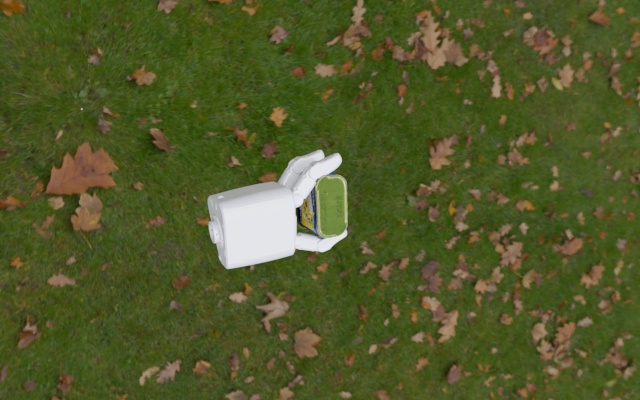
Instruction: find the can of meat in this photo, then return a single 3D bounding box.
[{"bbox_3d":[0.000,0.003,0.749,0.057,0.102,0.084,-8,13,-24],"label":"can of meat"}]
